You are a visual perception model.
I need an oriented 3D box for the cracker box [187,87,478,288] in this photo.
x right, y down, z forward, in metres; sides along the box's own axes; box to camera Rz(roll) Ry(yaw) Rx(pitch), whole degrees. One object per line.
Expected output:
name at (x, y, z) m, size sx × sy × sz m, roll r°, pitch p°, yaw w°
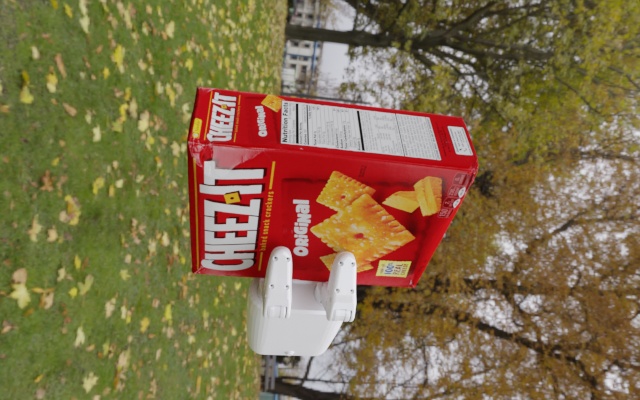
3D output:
cracker box at (0.000, 0.001, 0.407) m, size 0.214 × 0.072 × 0.164 m, roll 5°, pitch -43°, yaw -9°
